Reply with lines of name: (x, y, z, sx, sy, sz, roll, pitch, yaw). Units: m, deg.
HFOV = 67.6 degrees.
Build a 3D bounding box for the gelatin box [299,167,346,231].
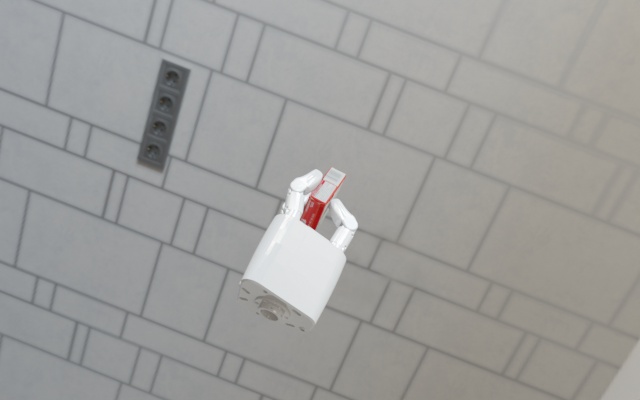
gelatin box: (0.001, 0.002, 0.714, 0.030, 0.073, 0.089, 29, 41, 6)
